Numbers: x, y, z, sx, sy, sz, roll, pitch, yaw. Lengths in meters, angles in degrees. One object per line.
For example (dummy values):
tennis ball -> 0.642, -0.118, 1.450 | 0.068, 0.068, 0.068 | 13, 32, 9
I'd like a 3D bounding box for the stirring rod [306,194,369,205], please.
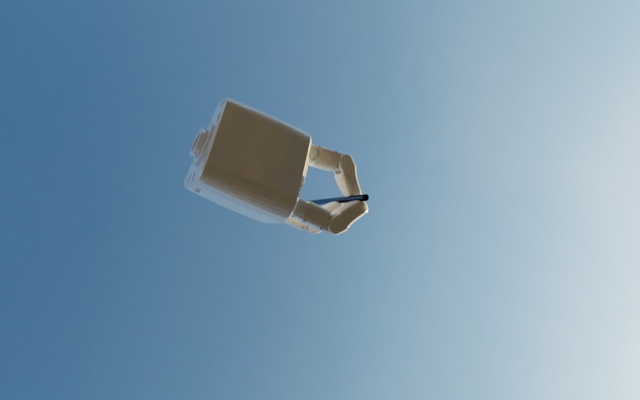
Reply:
stirring rod -> 0.000, 0.002, 0.650 | 0.011, 0.011, 0.239 | 0, -3, -25
